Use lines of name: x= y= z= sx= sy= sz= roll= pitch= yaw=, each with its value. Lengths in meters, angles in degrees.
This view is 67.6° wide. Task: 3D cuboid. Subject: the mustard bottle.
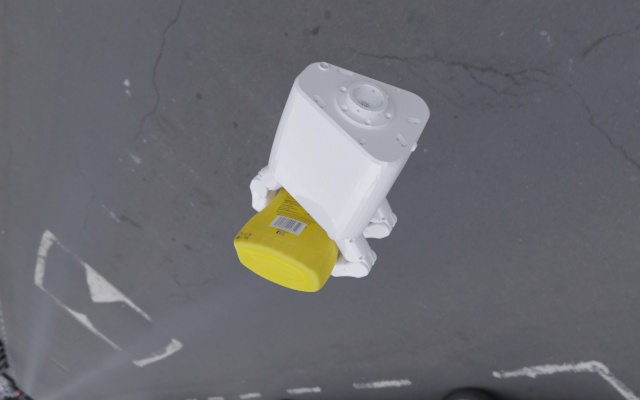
mustard bottle: x=0.000 y=0.002 z=0.505 sx=0.096 sy=0.058 sz=0.191 roll=16 pitch=49 yaw=25
